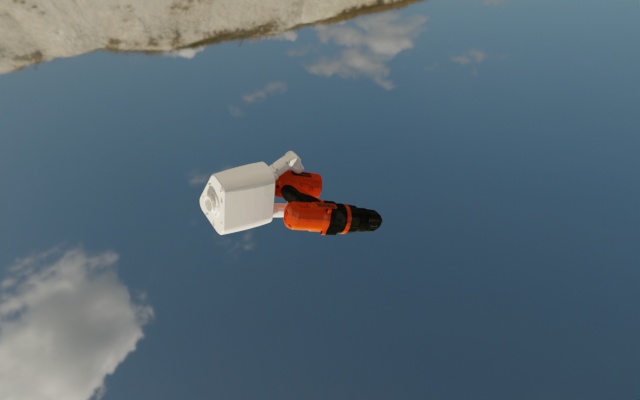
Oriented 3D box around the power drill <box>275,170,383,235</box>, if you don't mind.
[{"bbox_3d":[0.000,0.003,0.880,0.184,0.057,0.187,7,19,-27],"label":"power drill"}]
